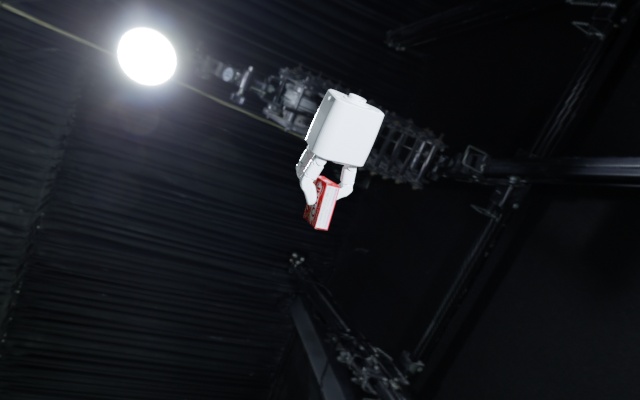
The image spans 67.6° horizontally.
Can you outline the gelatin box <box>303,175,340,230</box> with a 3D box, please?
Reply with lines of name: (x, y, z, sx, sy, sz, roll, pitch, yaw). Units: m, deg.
gelatin box: (0.000, 0.003, 0.900, 0.030, 0.089, 0.073, 11, 11, -22)
